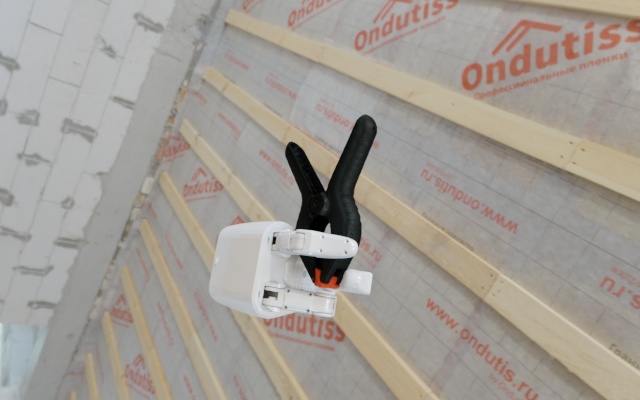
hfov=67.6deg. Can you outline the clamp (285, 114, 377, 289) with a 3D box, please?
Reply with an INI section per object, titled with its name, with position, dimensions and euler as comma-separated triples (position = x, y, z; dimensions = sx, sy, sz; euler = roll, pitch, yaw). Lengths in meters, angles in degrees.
[clamp]
position = 0.001, 0.002, 0.490
dimensions = 0.039, 0.171, 0.120
euler = 17, -13, -38
